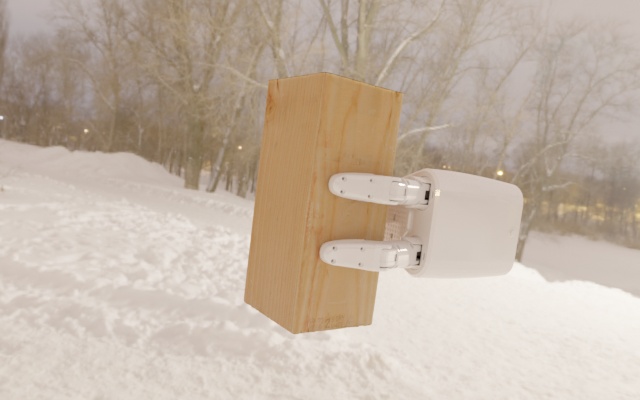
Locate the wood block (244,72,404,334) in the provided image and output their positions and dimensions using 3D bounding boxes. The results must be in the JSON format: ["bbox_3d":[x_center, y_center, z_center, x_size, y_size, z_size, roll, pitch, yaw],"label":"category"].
[{"bbox_3d":[0.000,0.001,0.429,0.090,0.206,0.091,4,5,-36],"label":"wood block"}]
